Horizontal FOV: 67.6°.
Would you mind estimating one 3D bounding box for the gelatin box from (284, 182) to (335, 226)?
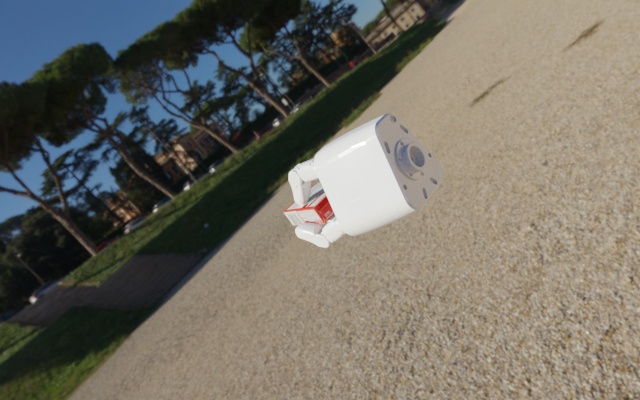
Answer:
[{"bbox_3d":[0.000,0.002,0.669,0.073,0.030,0.089,-43,18,-28],"label":"gelatin box"}]
